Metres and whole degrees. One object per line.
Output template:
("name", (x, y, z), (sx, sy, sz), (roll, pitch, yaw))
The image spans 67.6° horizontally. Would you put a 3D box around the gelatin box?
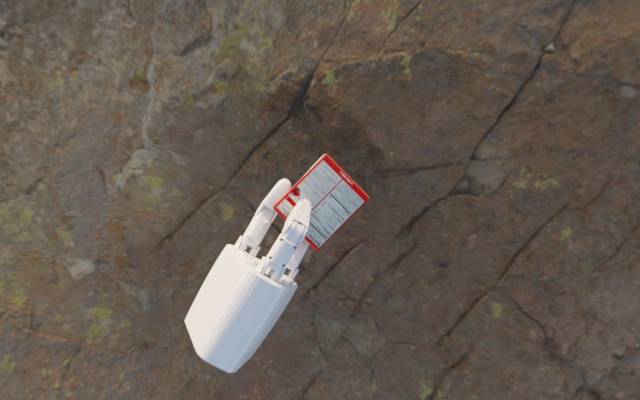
("gelatin box", (0.000, 0.002, 0.559), (0.073, 0.089, 0.030), (45, -2, -6))
